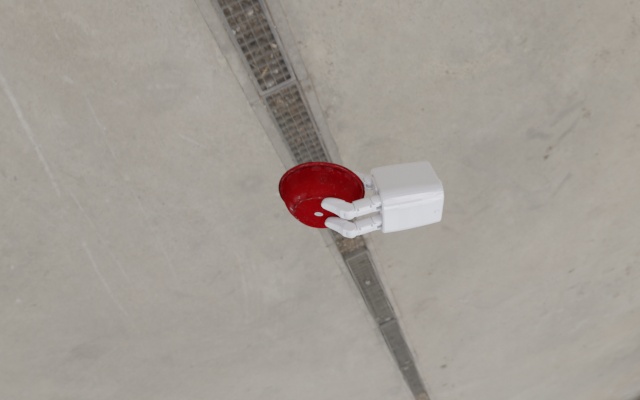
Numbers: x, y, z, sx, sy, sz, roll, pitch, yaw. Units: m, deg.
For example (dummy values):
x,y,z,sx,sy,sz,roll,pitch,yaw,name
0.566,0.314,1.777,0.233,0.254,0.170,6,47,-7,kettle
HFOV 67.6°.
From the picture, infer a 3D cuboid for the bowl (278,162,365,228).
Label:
x,y,z,sx,sy,sz,roll,pitch,yaw,name
-0.001,0.003,0.870,0.162,0.055,0.162,3,-38,3,bowl
